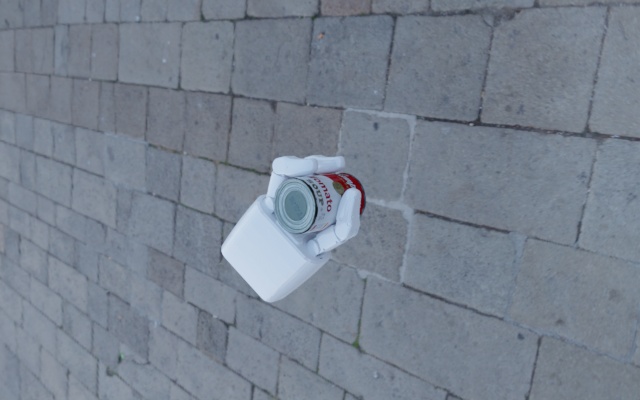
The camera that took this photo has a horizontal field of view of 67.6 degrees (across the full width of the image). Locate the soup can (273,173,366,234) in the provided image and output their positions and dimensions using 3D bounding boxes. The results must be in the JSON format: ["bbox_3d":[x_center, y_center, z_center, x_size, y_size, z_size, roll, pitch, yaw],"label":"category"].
[{"bbox_3d":[0.000,0.002,0.586,0.068,0.068,0.102,0,5,39],"label":"soup can"}]
